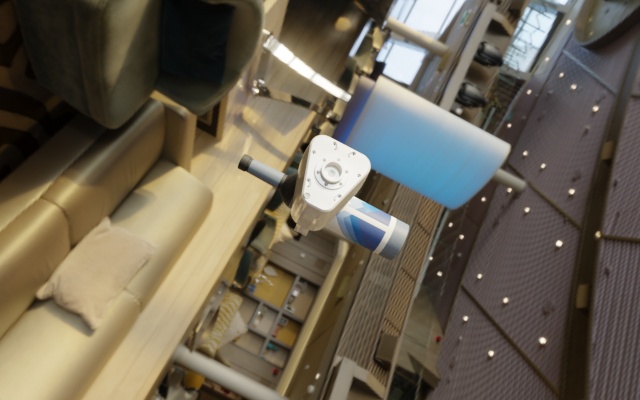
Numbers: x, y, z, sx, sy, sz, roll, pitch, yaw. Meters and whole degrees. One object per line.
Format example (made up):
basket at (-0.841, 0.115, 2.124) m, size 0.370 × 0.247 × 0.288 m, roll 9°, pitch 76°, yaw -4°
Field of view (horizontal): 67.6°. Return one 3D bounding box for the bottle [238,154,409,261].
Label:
bottle at (0.000, 0.003, 0.789) m, size 0.296 × 0.069 × 0.069 m, roll 27°, pitch -1°, yaw -1°
